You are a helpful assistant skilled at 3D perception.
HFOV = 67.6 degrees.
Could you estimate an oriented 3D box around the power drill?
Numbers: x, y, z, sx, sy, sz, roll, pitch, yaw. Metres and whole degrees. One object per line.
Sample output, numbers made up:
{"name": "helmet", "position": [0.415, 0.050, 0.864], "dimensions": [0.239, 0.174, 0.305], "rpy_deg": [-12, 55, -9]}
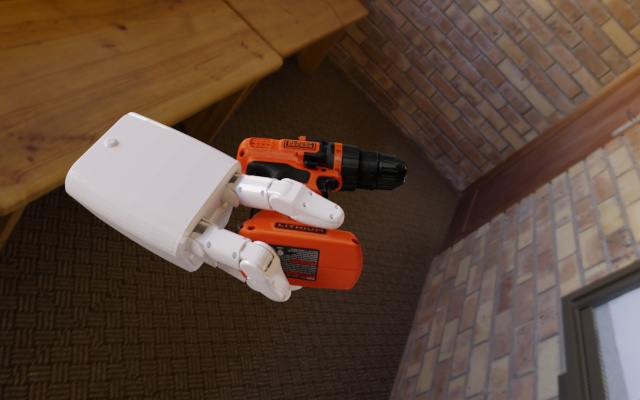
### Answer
{"name": "power drill", "position": [0.000, 0.002, 0.463], "dimensions": [0.184, 0.057, 0.187], "rpy_deg": [4, 33, 0]}
